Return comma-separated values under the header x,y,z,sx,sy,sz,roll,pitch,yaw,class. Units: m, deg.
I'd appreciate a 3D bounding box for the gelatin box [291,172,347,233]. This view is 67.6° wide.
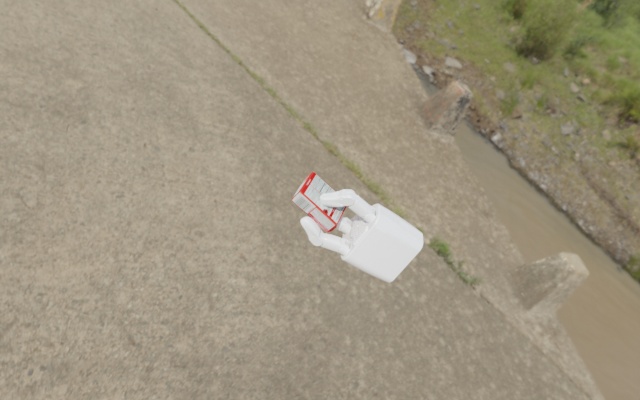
x,y,z,sx,sy,sz,roll,pitch,yaw,class
0.000,0.002,0.833,0.030,0.089,0.073,-41,12,36,gelatin box
